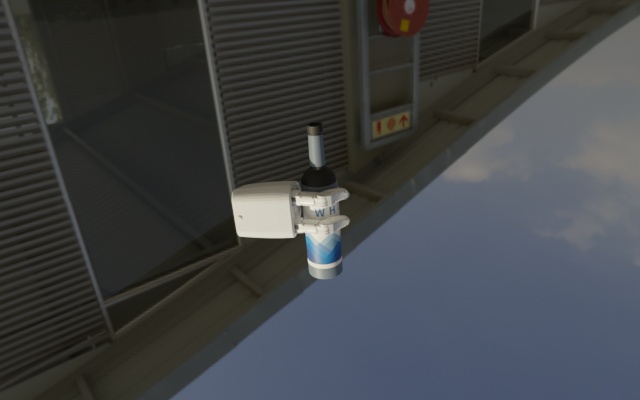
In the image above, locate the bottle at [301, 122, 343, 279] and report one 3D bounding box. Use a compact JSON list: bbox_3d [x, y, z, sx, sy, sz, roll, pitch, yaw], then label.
[{"bbox_3d":[0.000,0.003,0.875,0.069,0.296,0.069,-4,25,2],"label":"bottle"}]
